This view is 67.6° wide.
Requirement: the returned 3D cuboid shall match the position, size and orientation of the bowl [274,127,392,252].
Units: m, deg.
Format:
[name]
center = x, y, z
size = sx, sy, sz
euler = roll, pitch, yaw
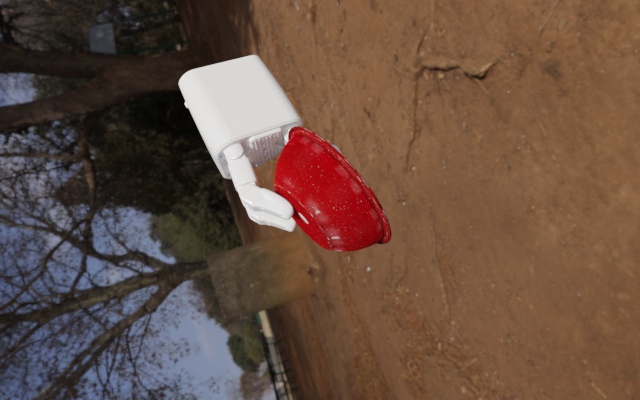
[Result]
[bowl]
center = 0.001, 0.003, 0.511
size = 0.055, 0.162, 0.162
euler = -41, 12, -14
